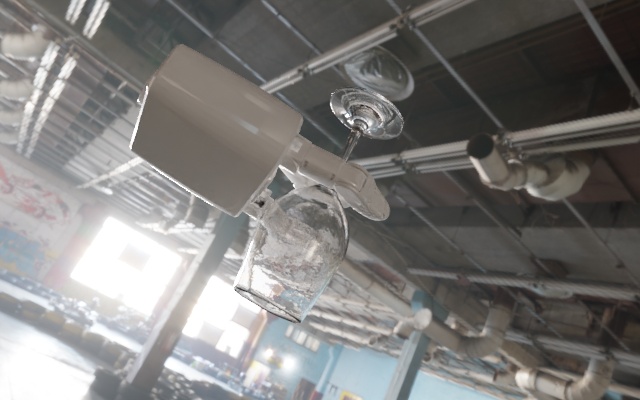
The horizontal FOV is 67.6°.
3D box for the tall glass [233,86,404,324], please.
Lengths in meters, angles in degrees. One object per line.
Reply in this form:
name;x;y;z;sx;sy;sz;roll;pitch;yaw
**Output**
tall glass;0.001;0.001;0.414;0.079;0.201;0.079;24;-20;9
